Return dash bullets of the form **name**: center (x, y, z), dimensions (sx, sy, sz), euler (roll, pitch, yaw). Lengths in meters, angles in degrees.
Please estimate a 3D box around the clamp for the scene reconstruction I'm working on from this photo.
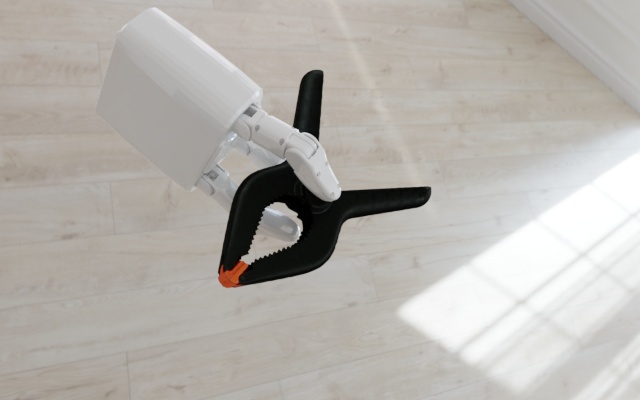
- **clamp**: center (0.000, 0.001, 0.407), dimensions (0.164, 0.210, 0.036), euler (40, -29, -6)
